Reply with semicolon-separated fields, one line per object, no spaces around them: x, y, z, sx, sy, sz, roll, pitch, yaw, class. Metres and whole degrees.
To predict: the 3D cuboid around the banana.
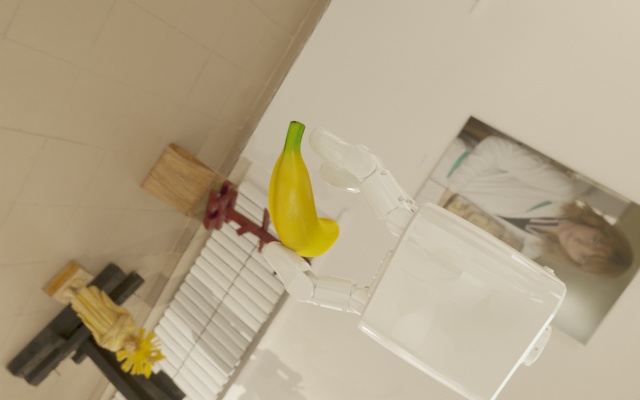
-0.010;0.015;0.417;0.037;0.069;0.198;27;-19;19;banana
